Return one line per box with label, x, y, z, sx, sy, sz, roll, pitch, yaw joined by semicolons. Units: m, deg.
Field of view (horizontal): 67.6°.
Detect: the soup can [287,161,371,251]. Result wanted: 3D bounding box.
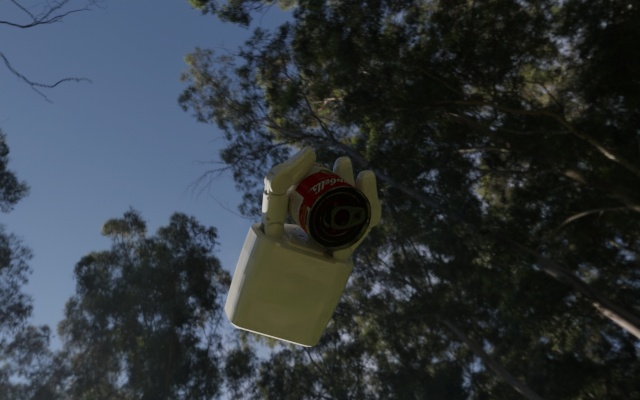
soup can;0.000;0.001;0.504;0.068;0.068;0.102;0;20;-24
